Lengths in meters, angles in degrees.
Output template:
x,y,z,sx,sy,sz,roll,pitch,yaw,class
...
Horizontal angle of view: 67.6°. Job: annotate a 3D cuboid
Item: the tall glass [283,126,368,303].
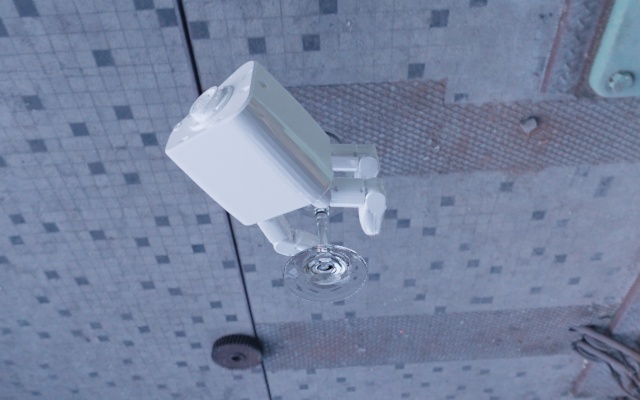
x,y,z,sx,sy,sz,roll,pitch,yaw,class
0.000,0.002,0.491,0.079,0.079,0.200,0,40,-3,tall glass
